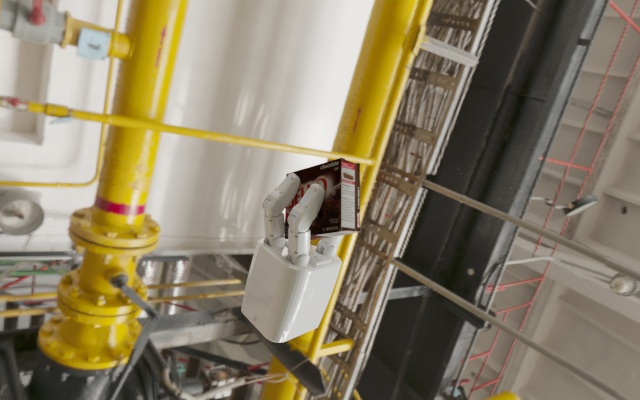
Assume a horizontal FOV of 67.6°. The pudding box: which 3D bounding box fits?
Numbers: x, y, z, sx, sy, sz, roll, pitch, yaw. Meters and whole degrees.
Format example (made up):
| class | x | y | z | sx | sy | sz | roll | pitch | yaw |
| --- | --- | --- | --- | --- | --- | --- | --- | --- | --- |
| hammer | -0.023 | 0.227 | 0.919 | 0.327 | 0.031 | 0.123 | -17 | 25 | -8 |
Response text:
| class | x | y | z | sx | sy | sz | roll | pitch | yaw |
| --- | --- | --- | --- | --- | --- | --- | --- | --- | --- |
| pudding box | 0.000 | 0.002 | 0.607 | 0.039 | 0.090 | 0.113 | 10 | -15 | -42 |
